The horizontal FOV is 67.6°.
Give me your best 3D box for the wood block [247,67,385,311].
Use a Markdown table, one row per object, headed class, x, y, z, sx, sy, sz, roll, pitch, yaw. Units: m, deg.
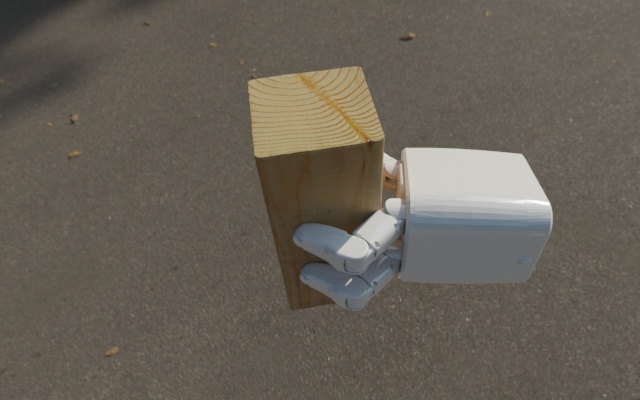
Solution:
| class | x | y | z | sx | sy | sz | roll | pitch | yaw |
| --- | --- | --- | --- | --- | --- | --- | --- | --- | --- |
| wood block | 0.000 | 0.001 | 0.416 | 0.090 | 0.090 | 0.206 | -8 | -41 | -2 |
